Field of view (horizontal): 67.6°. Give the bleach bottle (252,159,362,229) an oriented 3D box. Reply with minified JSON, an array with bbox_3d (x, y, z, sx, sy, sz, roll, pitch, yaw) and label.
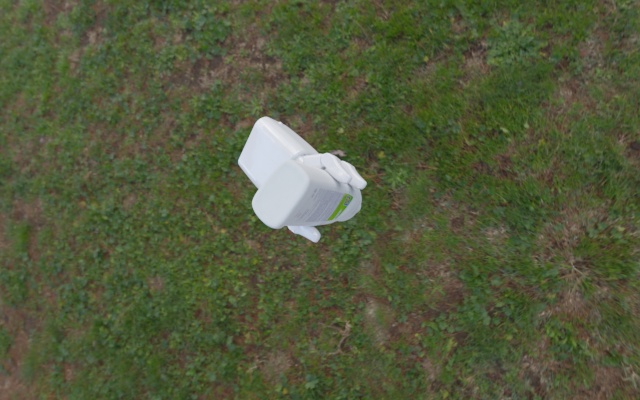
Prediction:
[{"bbox_3d":[0.000,0.003,0.784,0.068,0.102,0.251,44,14,25],"label":"bleach bottle"}]
